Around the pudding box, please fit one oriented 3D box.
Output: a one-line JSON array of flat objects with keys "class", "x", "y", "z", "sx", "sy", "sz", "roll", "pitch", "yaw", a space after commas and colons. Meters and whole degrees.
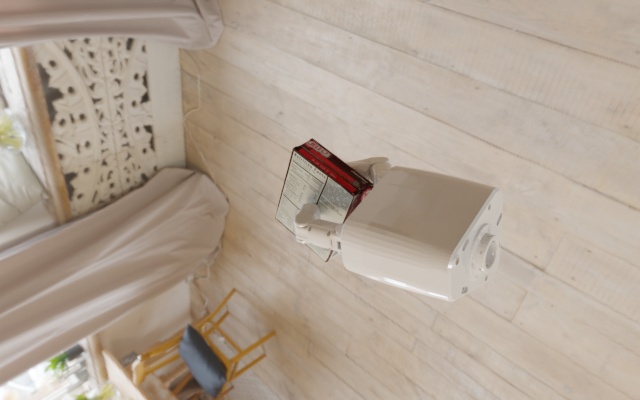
[{"class": "pudding box", "x": 0.000, "y": 0.002, "z": 0.531, "sx": 0.090, "sy": 0.114, "sz": 0.039, "roll": 40, "pitch": 44, "yaw": 21}]
